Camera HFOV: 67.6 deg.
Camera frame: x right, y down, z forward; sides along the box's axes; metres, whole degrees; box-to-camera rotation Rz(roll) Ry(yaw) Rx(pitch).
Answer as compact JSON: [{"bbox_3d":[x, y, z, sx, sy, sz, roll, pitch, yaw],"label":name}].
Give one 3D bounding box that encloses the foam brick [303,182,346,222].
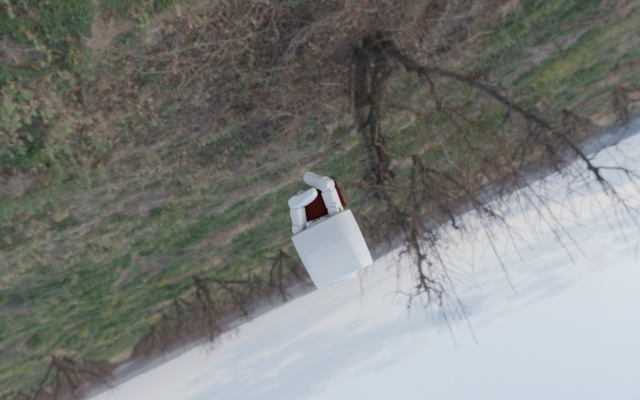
[{"bbox_3d":[0.000,0.003,0.896,0.053,0.051,0.078,-29,-7,36],"label":"foam brick"}]
